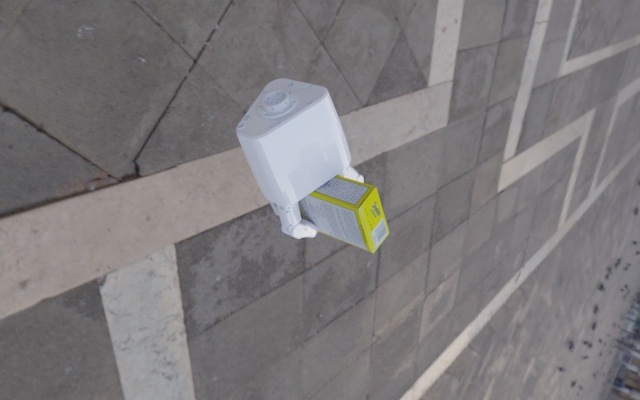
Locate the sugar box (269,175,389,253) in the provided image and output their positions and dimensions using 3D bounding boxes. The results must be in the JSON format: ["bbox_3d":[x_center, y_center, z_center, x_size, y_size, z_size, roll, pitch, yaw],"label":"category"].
[{"bbox_3d":[0.000,0.002,0.637,0.176,0.048,0.093,22,-31,36],"label":"sugar box"}]
